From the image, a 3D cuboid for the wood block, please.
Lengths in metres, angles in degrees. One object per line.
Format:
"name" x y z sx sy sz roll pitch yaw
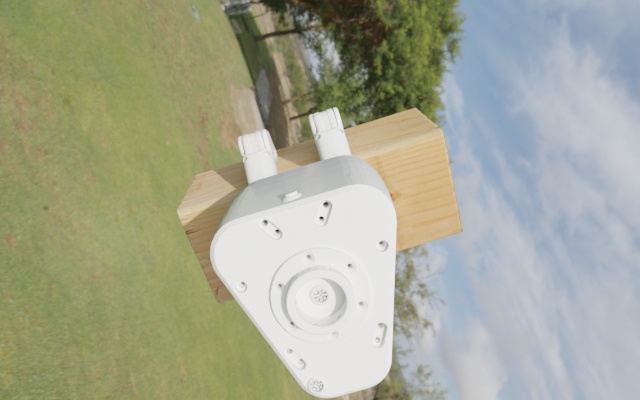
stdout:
"wood block" 0.000 0.002 0.407 0.206 0.091 0.090 -16 22 3
